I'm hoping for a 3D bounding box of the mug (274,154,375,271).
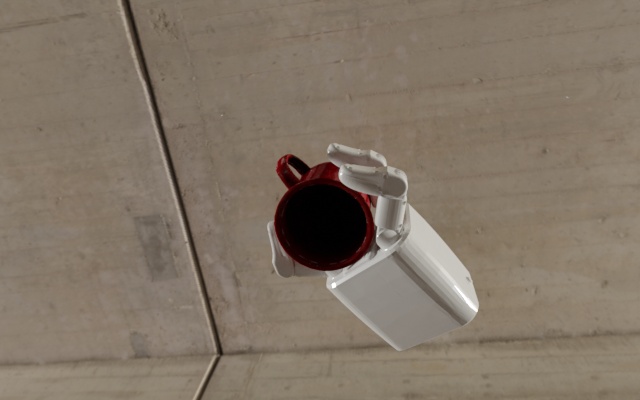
[{"bbox_3d":[-0.001,0.000,0.473,0.093,0.117,0.081,-41,10,20],"label":"mug"}]
